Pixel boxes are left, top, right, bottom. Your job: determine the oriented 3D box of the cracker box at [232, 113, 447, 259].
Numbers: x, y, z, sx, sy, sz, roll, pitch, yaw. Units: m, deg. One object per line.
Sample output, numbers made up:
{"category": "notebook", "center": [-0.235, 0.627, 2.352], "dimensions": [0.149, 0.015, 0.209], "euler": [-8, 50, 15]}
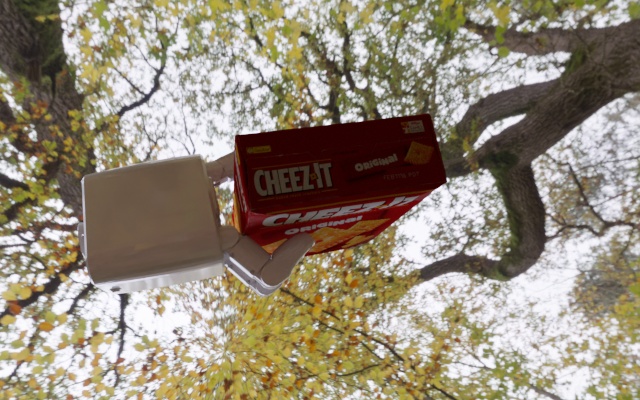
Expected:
{"category": "cracker box", "center": [0.000, 0.001, 0.466], "dimensions": [0.164, 0.072, 0.214], "euler": [-9, -15, -14]}
